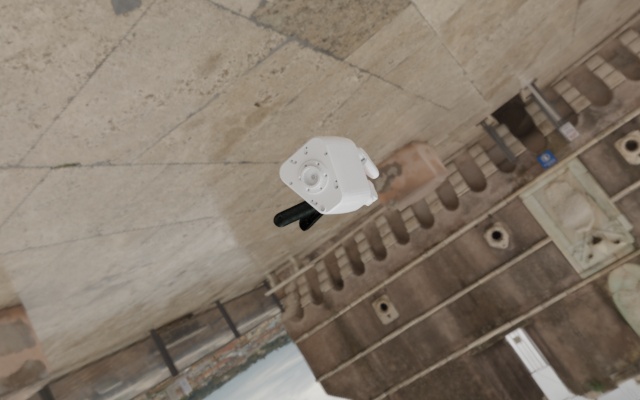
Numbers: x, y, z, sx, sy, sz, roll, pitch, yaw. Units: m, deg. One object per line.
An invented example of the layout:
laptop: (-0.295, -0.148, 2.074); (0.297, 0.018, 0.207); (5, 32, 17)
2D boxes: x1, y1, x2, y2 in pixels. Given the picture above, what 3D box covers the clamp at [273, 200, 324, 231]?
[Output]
clamp: (0.001, 0.003, 0.825); (0.171, 0.039, 0.120); (-39, -14, 22)
